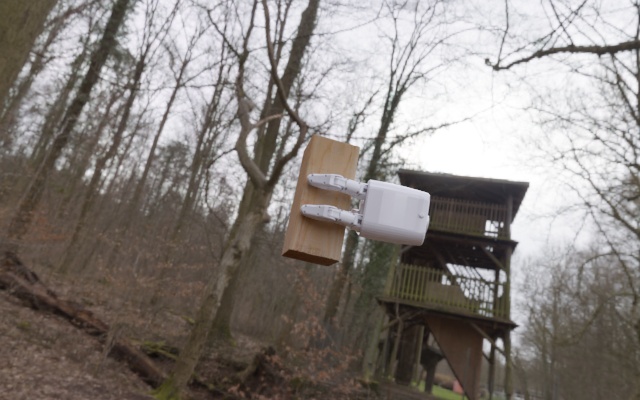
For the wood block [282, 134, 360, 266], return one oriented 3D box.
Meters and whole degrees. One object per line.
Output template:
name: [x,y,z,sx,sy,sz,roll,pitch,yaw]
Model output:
wood block: [0.000,0.003,0.845,0.090,0.206,0.091,14,-17,-9]
